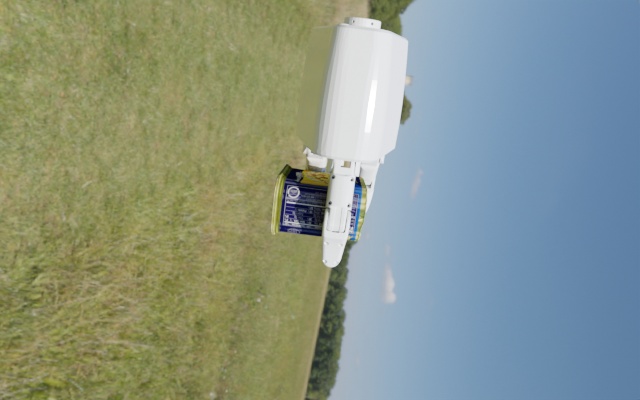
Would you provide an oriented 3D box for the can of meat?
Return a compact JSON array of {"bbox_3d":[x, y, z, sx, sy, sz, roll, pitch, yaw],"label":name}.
[{"bbox_3d":[0.000,0.002,0.475,0.084,0.057,0.102,7,12,0],"label":"can of meat"}]
